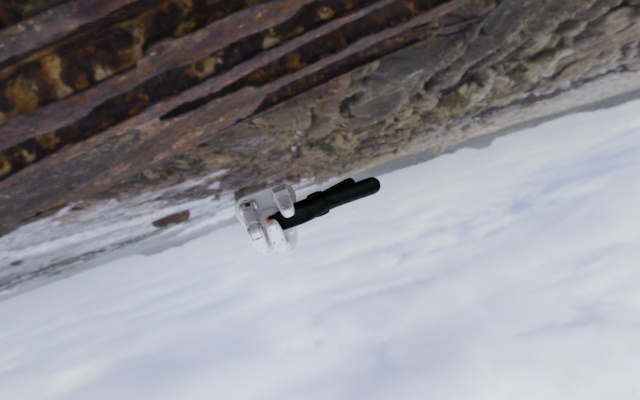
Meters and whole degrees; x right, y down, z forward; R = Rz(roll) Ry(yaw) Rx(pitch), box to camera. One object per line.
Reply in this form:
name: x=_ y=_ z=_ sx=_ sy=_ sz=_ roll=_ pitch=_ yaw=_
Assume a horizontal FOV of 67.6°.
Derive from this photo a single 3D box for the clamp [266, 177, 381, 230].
clamp: x=0.000 y=0.003 z=0.727 sx=0.171 sy=0.039 sz=0.120 roll=-20 pitch=2 yaw=-5
